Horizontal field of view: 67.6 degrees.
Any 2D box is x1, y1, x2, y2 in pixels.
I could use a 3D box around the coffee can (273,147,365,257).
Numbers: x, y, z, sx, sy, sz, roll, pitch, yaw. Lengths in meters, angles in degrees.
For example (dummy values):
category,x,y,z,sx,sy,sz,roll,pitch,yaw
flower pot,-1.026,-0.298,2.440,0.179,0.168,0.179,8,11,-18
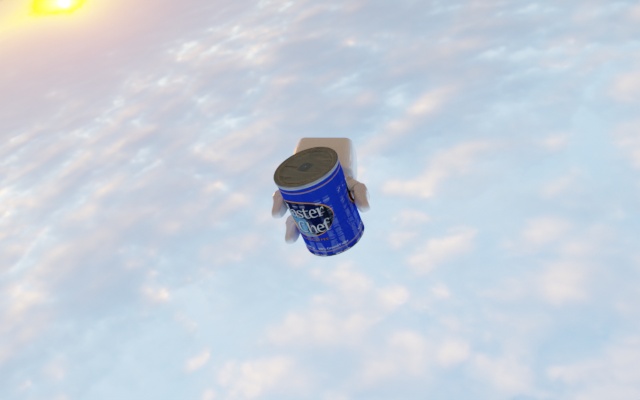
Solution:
category,x,y,z,sx,sy,sz,roll,pitch,yaw
coffee can,0.000,0.002,0.745,0.103,0.140,0.102,-16,34,11
